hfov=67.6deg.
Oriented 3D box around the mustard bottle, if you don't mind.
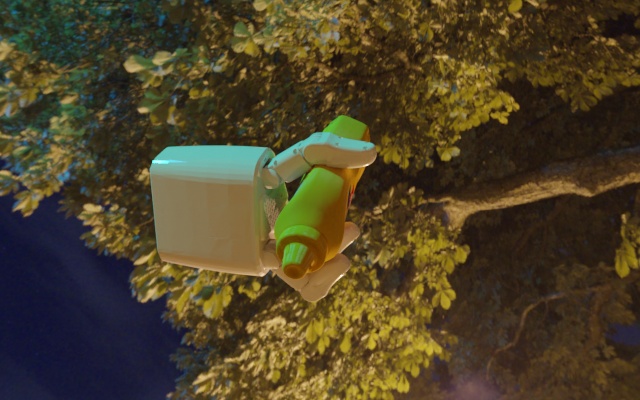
[{"bbox_3d":[0.000,0.001,0.437,0.058,0.096,0.191,24,36,-1],"label":"mustard bottle"}]
